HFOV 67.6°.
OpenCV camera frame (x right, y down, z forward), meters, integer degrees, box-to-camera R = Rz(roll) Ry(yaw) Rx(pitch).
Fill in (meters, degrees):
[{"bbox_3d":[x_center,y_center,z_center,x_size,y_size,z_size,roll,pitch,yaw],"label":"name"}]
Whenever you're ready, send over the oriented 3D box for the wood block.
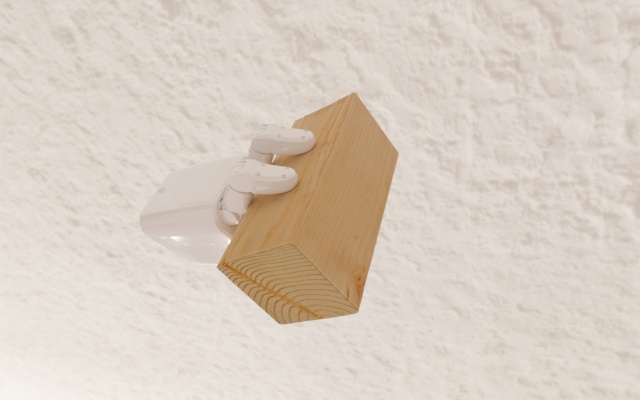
[{"bbox_3d":[0.000,0.002,0.455,0.090,0.206,0.091,-19,-56,35],"label":"wood block"}]
